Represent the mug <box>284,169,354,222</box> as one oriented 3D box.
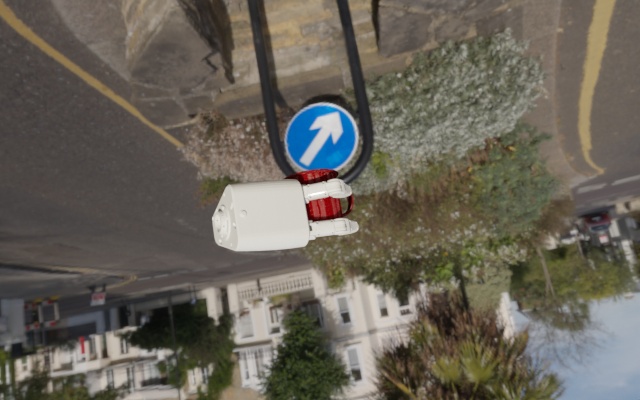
[{"bbox_3d":[0.001,0.003,0.756,0.117,0.081,0.093,-3,-14,-30],"label":"mug"}]
